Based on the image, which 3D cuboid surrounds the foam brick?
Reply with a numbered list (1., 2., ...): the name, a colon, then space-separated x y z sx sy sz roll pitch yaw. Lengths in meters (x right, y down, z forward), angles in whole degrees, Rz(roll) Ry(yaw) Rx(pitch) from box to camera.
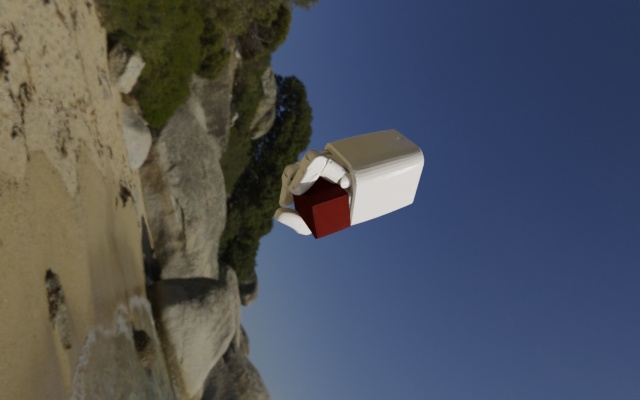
1. foam brick: 0.000 0.002 0.620 0.051 0.053 0.078 -17 36 -16
